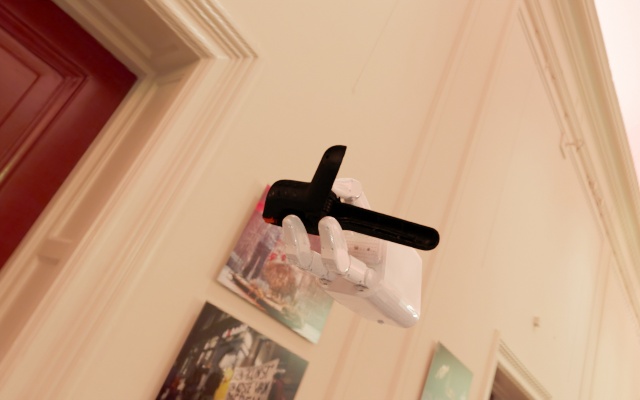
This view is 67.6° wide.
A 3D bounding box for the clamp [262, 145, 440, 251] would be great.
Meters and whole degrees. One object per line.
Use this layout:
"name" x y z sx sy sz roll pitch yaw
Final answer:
"clamp" 0.000 0.001 0.506 0.210 0.036 0.165 0 -33 42
